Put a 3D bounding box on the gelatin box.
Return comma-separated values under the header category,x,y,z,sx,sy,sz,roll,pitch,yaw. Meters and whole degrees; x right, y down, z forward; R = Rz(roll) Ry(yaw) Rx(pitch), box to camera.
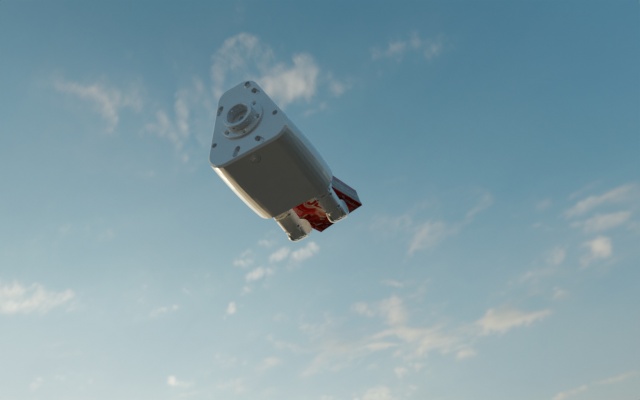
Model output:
category,x,y,z,sx,sy,sz,roll,pitch,yaw
gelatin box,0.000,0.002,0.626,0.073,0.030,0.089,-35,-36,21
